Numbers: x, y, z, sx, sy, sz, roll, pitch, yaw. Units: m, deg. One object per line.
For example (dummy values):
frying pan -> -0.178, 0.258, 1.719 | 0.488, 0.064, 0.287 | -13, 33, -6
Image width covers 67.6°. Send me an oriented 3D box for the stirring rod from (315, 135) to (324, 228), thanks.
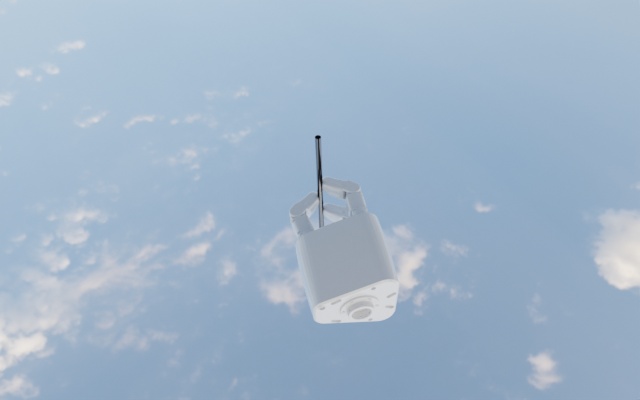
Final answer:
stirring rod -> 0.000, 0.002, 0.690 | 0.011, 0.011, 0.240 | 0, -43, 2
